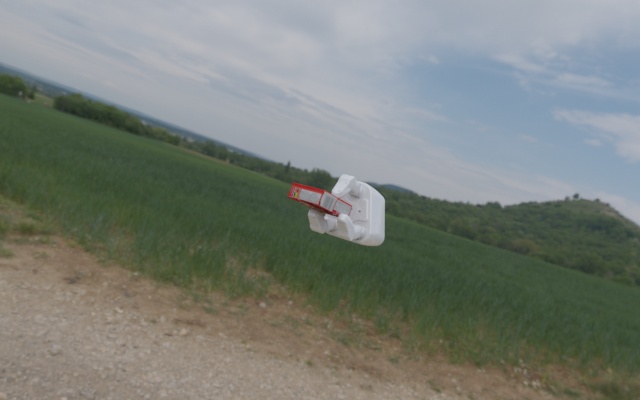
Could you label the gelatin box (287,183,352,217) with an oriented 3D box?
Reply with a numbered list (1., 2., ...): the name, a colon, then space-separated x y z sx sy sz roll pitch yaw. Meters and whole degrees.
1. gelatin box: 0.000 0.002 0.808 0.073 0.030 0.089 16 -7 39
